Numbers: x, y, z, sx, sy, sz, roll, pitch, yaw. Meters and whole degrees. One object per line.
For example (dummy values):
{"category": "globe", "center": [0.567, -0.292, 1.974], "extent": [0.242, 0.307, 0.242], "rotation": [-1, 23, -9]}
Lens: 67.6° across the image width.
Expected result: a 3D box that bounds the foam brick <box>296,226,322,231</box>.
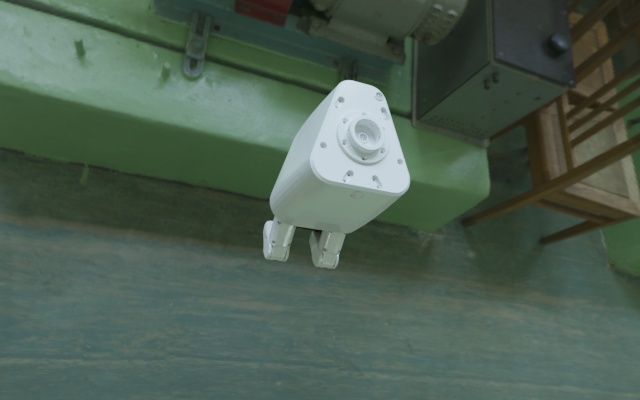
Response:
{"category": "foam brick", "center": [0.000, 0.002, 0.529], "extent": [0.078, 0.053, 0.051], "rotation": [10, -23, -20]}
